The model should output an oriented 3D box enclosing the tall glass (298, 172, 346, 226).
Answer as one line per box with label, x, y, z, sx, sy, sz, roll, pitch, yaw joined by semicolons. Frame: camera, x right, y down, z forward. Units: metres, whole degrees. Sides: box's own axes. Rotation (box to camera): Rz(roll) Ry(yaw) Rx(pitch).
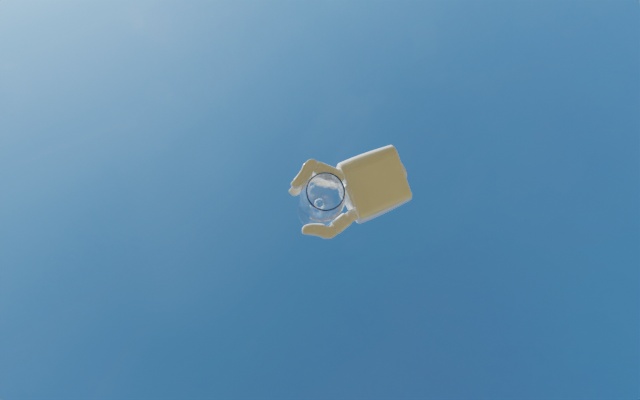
tall glass;0.000;0.003;0.842;0.079;0.079;0.201;0;-10;-4
